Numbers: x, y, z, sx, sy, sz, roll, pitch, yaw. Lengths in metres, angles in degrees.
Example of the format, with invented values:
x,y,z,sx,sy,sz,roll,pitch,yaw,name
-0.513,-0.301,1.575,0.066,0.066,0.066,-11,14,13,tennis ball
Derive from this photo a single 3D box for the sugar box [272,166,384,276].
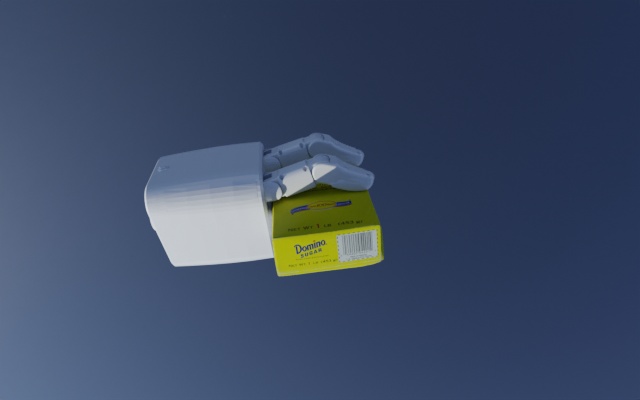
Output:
x,y,z,sx,sy,sz,roll,pitch,yaw,name
0.000,0.001,0.472,0.093,0.048,0.176,-7,30,-2,sugar box
